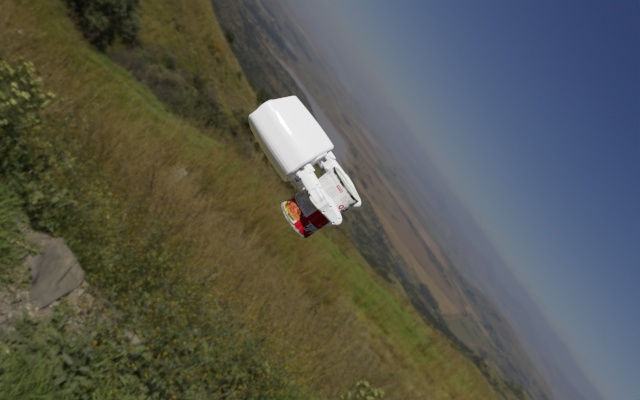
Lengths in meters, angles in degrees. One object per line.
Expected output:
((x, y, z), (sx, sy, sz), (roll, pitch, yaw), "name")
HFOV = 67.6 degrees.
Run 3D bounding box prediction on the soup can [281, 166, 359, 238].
((0.001, 0.003, 0.736), (0.102, 0.068, 0.068), (-35, -8, 11), "soup can")
